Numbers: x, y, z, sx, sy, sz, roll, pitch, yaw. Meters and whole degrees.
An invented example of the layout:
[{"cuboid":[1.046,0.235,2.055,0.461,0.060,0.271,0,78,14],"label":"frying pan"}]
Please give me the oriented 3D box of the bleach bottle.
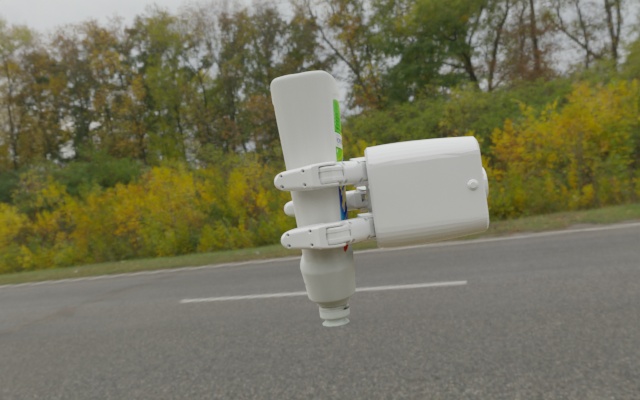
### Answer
[{"cuboid":[0.000,0.002,0.499,0.068,0.251,0.102,-8,1,7],"label":"bleach bottle"}]
